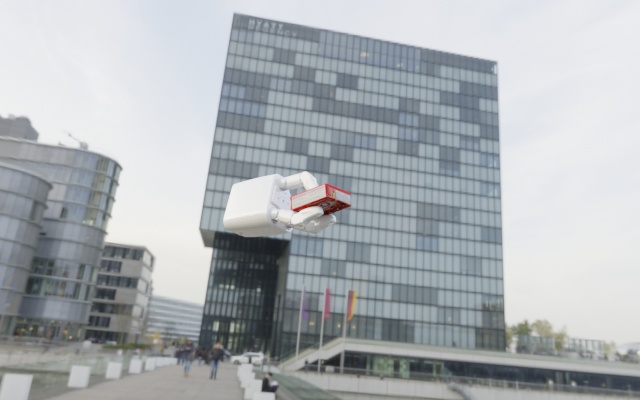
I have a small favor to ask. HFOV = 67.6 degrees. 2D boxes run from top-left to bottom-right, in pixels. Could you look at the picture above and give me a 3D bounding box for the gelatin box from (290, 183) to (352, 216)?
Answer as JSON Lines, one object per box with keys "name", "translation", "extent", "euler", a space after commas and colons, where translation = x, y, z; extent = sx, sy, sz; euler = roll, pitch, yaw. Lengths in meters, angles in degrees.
{"name": "gelatin box", "translation": [0.000, 0.002, 0.875], "extent": [0.089, 0.030, 0.073], "euler": [-21, -27, 35]}
